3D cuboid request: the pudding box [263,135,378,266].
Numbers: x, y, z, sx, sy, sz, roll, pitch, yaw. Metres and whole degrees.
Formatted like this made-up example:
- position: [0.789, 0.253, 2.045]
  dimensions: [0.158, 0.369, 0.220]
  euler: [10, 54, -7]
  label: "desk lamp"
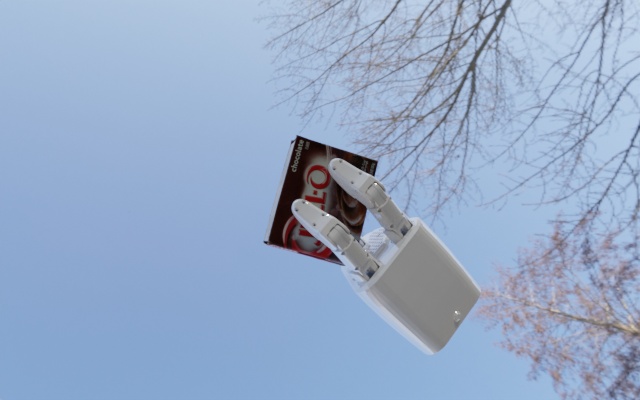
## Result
- position: [0.000, 0.002, 0.484]
  dimensions: [0.090, 0.113, 0.039]
  euler: [16, -10, -15]
  label: "pudding box"
